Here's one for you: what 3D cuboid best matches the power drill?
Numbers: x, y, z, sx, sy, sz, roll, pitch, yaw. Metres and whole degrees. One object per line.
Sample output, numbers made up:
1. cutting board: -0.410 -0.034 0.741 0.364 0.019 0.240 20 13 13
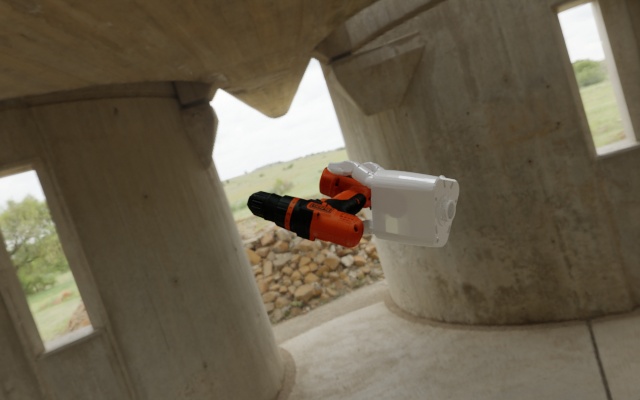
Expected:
1. power drill: 0.001 0.002 0.766 0.184 0.057 0.187 18 28 17
